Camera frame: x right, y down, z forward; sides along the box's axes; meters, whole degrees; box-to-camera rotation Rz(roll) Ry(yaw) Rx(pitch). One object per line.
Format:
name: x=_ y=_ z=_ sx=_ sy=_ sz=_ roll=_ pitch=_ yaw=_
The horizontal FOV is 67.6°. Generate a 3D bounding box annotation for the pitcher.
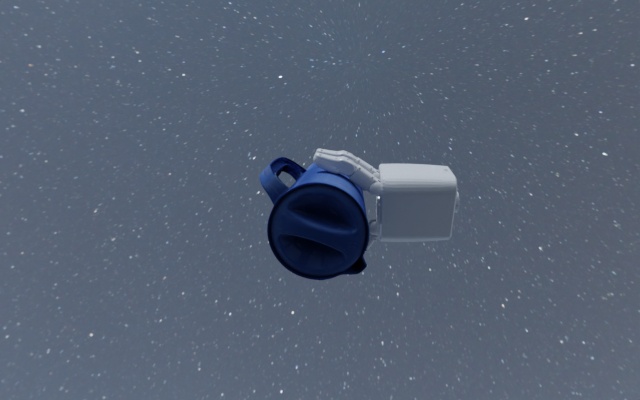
pitcher: x=0.000 y=0.002 z=0.721 sx=0.145 sy=0.149 sz=0.242 roll=-1 pitch=16 yaw=6
